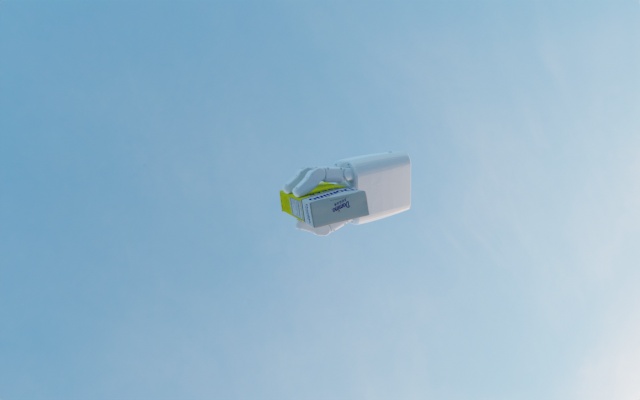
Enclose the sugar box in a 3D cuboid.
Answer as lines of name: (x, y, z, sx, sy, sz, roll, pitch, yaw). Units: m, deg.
sugar box: (0.000, 0.002, 0.781, 0.093, 0.048, 0.176, -12, 8, -19)
